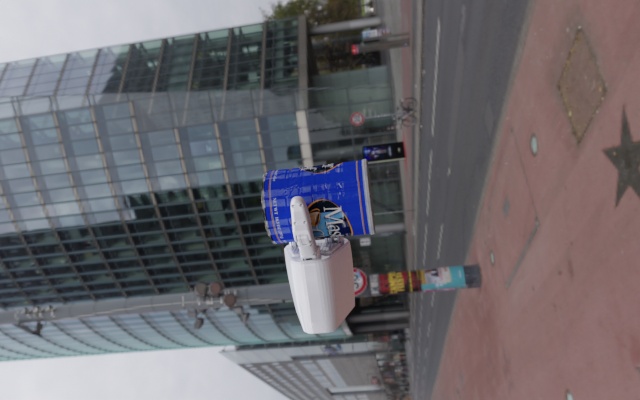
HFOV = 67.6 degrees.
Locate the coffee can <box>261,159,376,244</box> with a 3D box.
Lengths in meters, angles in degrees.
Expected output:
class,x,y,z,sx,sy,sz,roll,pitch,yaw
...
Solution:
class,x,y,z,sx,sy,sz,roll,pitch,yaw
coffee can,0.000,0.002,0.656,0.140,0.103,0.103,-6,-1,7
